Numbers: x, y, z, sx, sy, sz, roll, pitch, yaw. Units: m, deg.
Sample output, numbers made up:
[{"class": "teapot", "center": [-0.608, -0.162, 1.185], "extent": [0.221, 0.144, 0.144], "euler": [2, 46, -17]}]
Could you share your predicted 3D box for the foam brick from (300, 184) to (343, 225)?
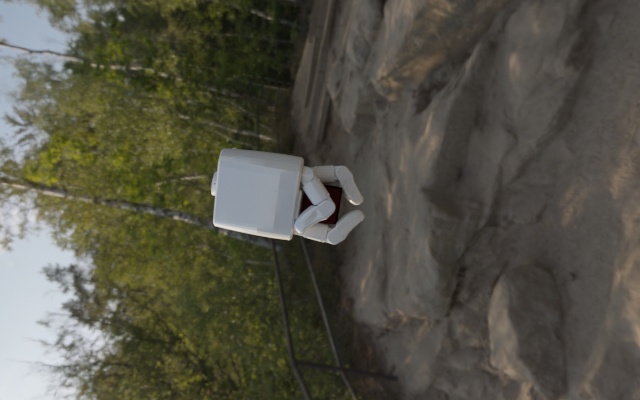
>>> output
[{"class": "foam brick", "center": [0.000, 0.002, 0.672], "extent": [0.051, 0.053, 0.078], "euler": [8, 2, -1]}]
